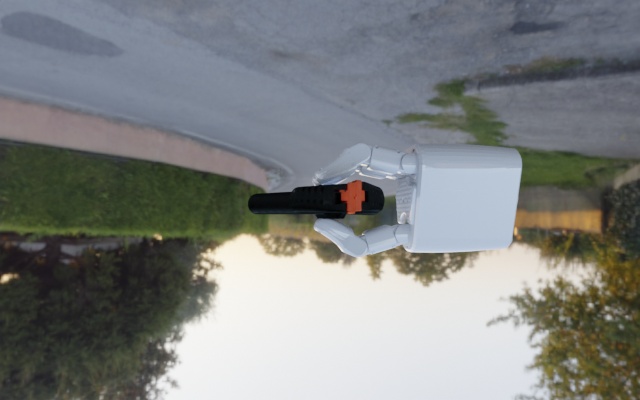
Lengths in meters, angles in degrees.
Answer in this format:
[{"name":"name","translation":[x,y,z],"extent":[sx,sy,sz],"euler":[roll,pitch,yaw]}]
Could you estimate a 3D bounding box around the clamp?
[{"name":"clamp","translation":[0.000,0.002,0.506],"extent":[0.164,0.036,0.210],"euler":[-1,-2,-4]}]
